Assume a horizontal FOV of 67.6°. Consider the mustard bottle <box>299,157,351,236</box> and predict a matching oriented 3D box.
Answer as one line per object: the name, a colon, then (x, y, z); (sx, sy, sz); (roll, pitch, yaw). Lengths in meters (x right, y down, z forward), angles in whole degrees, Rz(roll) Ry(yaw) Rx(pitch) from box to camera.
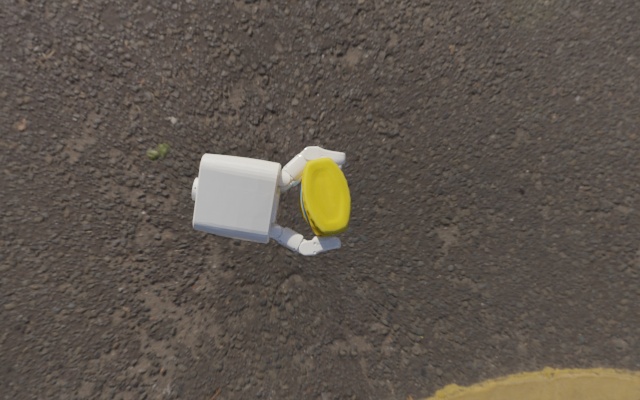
mustard bottle: (0.000, 0.002, 0.673); (0.058, 0.096, 0.191); (-15, -4, -6)
